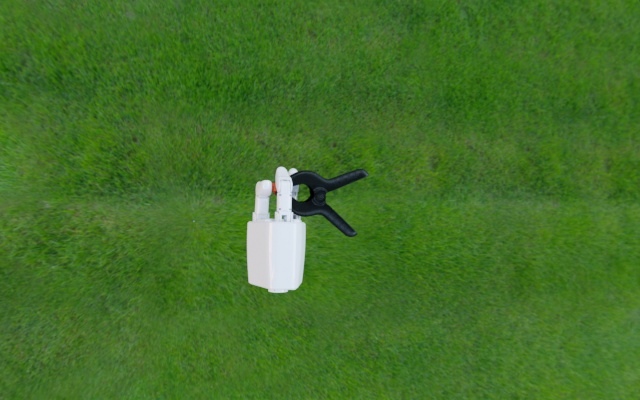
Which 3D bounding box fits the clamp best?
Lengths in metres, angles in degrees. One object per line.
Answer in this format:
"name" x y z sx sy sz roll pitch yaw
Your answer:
"clamp" 0.000 0.003 0.819 0.171 0.120 0.039 1 -3 -15
